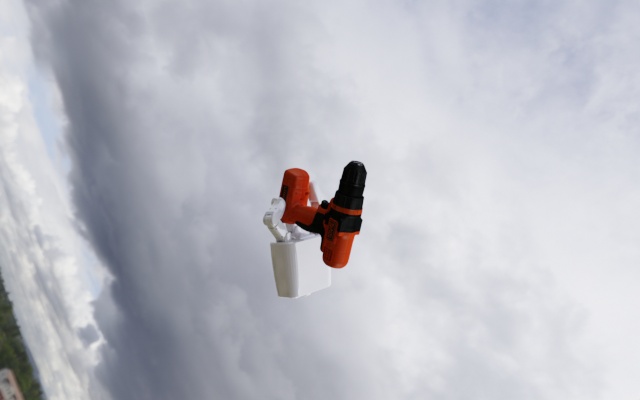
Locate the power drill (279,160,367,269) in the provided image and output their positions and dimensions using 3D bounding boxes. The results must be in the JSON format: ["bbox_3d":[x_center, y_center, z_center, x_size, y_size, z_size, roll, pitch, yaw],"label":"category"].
[{"bbox_3d":[0.000,0.003,0.834,0.057,0.184,0.187,2,17,-38],"label":"power drill"}]
